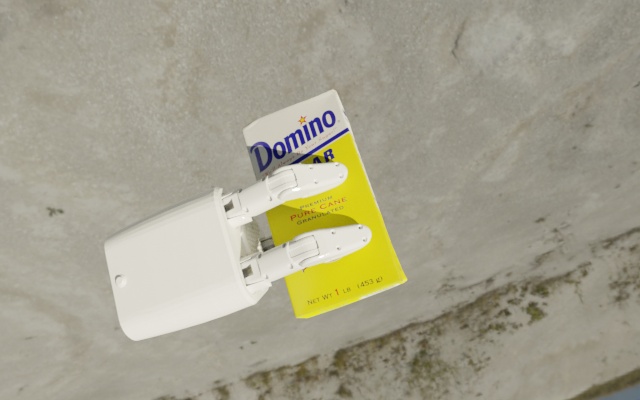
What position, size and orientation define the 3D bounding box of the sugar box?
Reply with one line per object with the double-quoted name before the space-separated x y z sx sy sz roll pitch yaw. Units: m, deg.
"sugar box" 0.000 0.001 0.410 0.093 0.176 0.048 -21 -15 8
